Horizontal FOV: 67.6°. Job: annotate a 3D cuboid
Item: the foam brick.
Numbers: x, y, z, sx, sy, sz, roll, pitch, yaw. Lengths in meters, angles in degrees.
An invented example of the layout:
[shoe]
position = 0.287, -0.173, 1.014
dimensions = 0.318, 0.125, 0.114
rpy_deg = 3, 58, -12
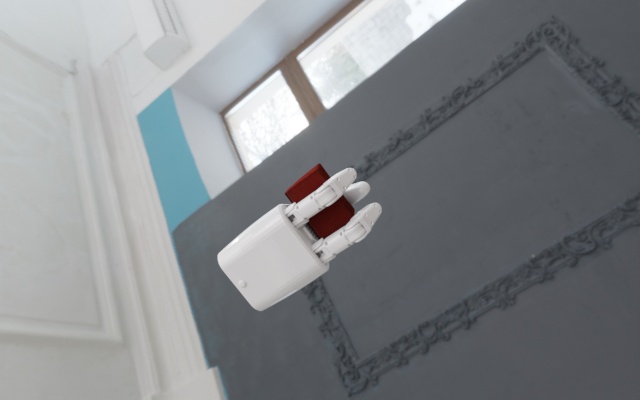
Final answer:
[foam brick]
position = 0.000, 0.002, 0.596
dimensions = 0.051, 0.078, 0.053
rpy_deg = -36, 7, 11
